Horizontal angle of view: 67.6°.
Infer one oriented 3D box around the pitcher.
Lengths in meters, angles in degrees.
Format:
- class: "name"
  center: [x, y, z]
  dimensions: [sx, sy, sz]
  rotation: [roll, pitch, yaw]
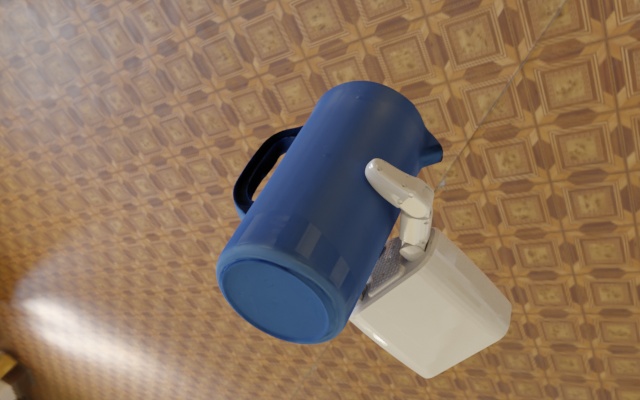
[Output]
- class: "pitcher"
  center: [0.000, 0.002, 0.439]
  dimensions: [0.149, 0.145, 0.242]
  rotation: [-38, 15, 43]
